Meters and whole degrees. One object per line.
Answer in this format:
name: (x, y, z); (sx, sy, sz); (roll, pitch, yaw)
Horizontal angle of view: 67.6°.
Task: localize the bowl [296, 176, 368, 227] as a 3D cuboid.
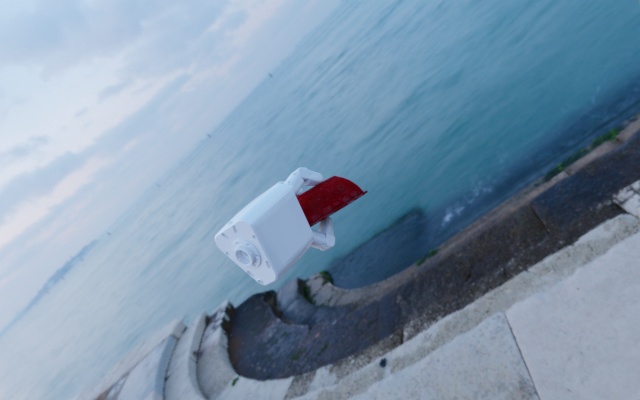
bowl: (0.000, 0.002, 0.834); (0.162, 0.055, 0.162); (-30, -1, 0)
